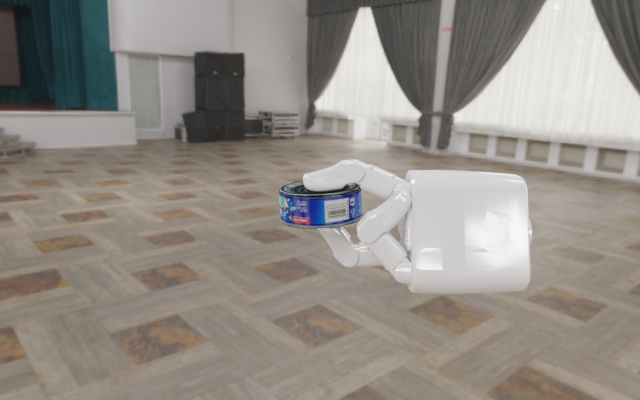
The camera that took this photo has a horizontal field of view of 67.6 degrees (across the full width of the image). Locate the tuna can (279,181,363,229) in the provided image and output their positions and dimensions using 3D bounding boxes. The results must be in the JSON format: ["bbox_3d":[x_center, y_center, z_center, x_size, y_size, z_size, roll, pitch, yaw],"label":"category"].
[{"bbox_3d":[0.000,0.001,0.491,0.086,0.034,0.086,-3,13,1],"label":"tuna can"}]
